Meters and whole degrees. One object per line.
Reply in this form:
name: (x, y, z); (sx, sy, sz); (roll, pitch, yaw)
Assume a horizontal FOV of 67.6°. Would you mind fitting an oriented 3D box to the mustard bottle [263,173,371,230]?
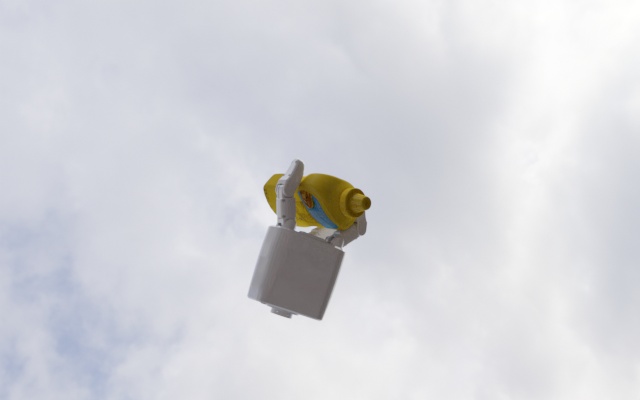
mustard bottle: (0.000, 0.002, 0.700); (0.191, 0.096, 0.058); (2, 46, 51)
